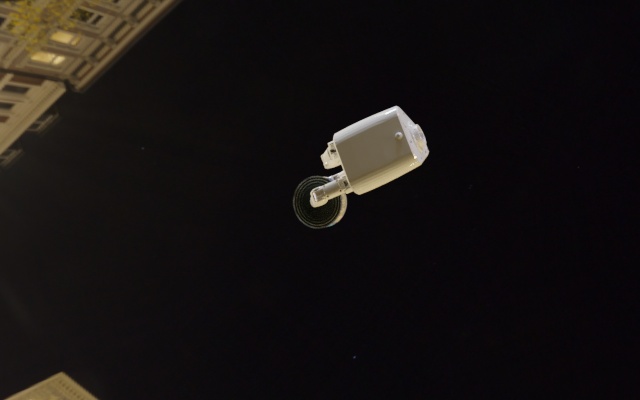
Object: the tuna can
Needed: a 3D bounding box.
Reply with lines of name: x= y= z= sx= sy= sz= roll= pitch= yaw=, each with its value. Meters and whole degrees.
tuna can: x=0.000 y=0.003 z=0.791 sx=0.086 sy=0.086 sz=0.034 roll=0 pitch=2 yaw=23
